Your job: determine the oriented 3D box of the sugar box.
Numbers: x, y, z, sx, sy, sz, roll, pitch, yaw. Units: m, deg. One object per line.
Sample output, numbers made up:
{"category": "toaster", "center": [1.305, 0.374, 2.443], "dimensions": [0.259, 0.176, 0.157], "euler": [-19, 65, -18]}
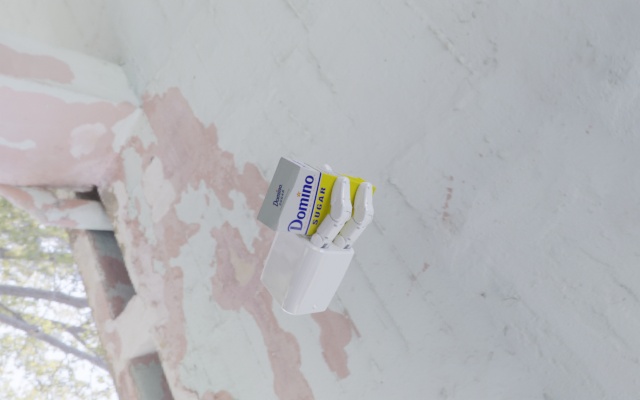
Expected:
{"category": "sugar box", "center": [0.001, 0.003, 0.676], "dimensions": [0.048, 0.093, 0.176], "euler": [30, 13, 36]}
